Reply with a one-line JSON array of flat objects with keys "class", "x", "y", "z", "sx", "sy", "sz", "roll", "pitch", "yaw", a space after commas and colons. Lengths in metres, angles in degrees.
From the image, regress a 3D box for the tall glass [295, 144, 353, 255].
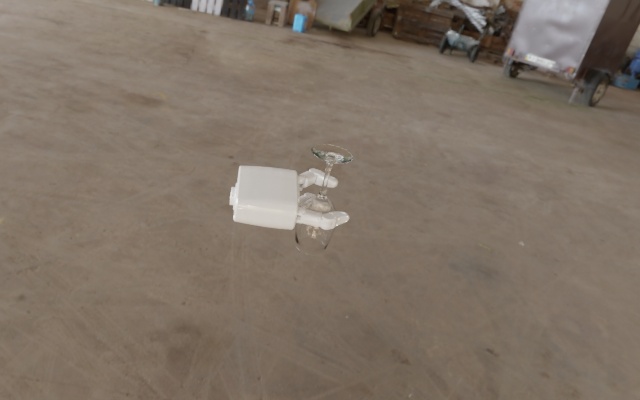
[{"class": "tall glass", "x": 0.000, "y": 0.002, "z": 0.879, "sx": 0.079, "sy": 0.201, "sz": 0.079, "roll": 10, "pitch": 29, "yaw": -5}]
